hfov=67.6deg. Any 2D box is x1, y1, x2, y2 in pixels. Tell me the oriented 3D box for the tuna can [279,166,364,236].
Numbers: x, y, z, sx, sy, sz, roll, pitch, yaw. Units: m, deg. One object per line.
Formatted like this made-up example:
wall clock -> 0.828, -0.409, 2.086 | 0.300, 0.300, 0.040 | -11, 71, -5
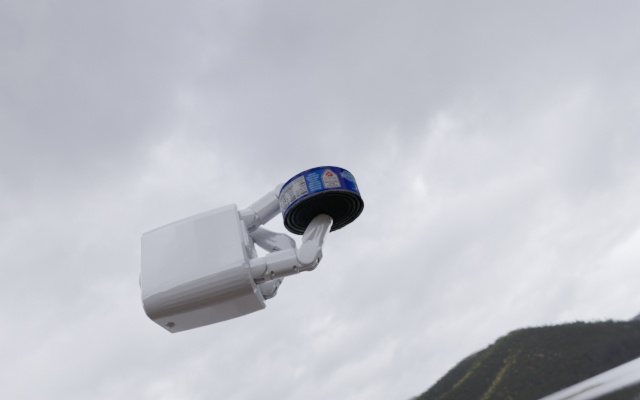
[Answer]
tuna can -> 0.000, 0.001, 0.499 | 0.086, 0.033, 0.086 | -12, -31, -7
